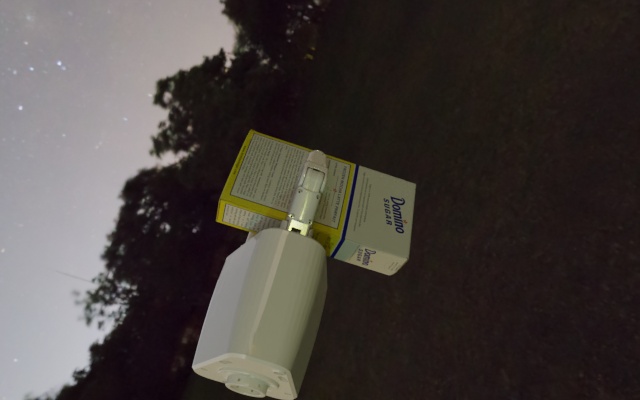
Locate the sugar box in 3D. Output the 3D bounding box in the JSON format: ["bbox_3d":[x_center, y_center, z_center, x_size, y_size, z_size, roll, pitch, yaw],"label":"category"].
[{"bbox_3d":[0.000,0.002,0.458,0.176,0.093,0.048,20,-37,-7],"label":"sugar box"}]
